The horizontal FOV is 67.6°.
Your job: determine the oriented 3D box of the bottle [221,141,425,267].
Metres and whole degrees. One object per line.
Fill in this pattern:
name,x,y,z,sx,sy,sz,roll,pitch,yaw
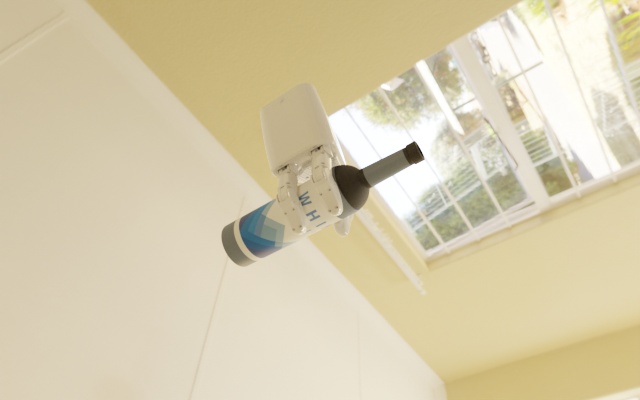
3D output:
bottle,0.000,0.002,0.636,0.296,0.069,0.069,-28,-11,22
